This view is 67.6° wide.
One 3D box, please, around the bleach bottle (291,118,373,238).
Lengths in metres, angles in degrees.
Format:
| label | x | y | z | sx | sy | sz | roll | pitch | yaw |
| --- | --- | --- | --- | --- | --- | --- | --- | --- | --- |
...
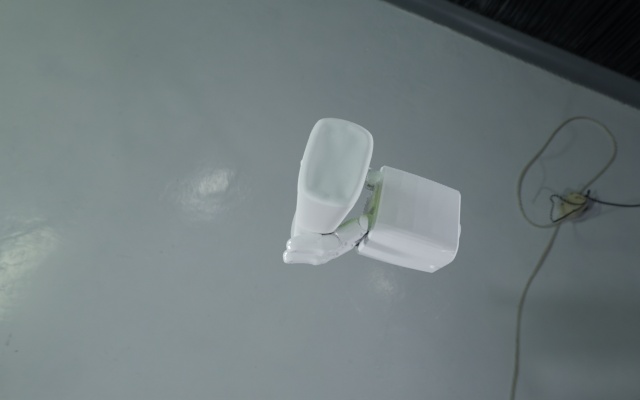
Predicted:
| label | x | y | z | sx | sy | sz | roll | pitch | yaw |
| --- | --- | --- | --- | --- | --- | --- | --- | --- | --- |
| bleach bottle | 0.000 | 0.002 | 0.598 | 0.068 | 0.102 | 0.251 | 17 | -20 | -2 |
